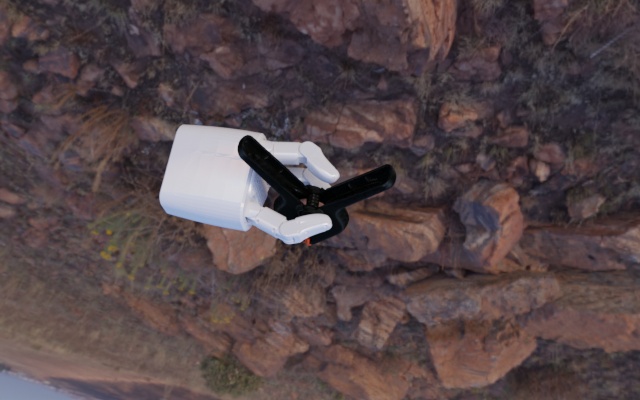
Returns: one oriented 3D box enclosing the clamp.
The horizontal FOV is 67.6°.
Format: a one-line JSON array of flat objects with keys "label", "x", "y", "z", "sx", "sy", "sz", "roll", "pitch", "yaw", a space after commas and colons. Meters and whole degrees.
[{"label": "clamp", "x": 0.000, "y": 0.003, "z": 0.561, "sx": 0.164, "sy": 0.036, "sz": 0.210, "roll": 10, "pitch": -28, "yaw": 9}]
